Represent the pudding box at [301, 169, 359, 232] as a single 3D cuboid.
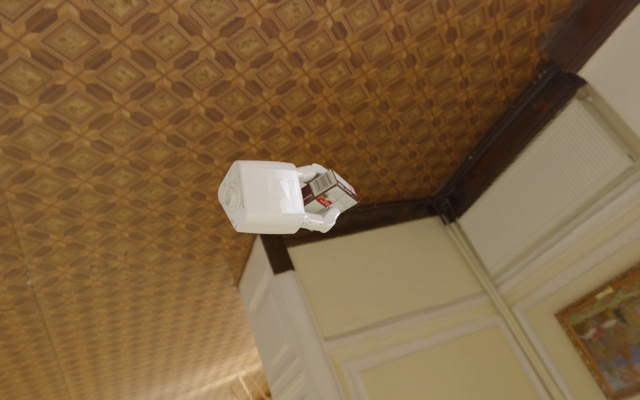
[{"bbox_3d":[0.000,0.003,0.853,0.113,0.039,0.090,-31,-32,17],"label":"pudding box"}]
